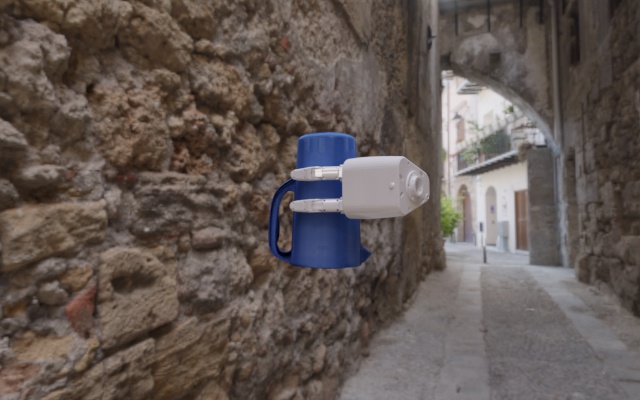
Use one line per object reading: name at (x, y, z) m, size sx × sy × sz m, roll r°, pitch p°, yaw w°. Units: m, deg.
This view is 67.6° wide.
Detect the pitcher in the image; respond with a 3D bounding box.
pitcher at (0.000, 0.003, 0.875) m, size 0.145 × 0.243 × 0.149 m, roll -2°, pitch -3°, yaw 41°
